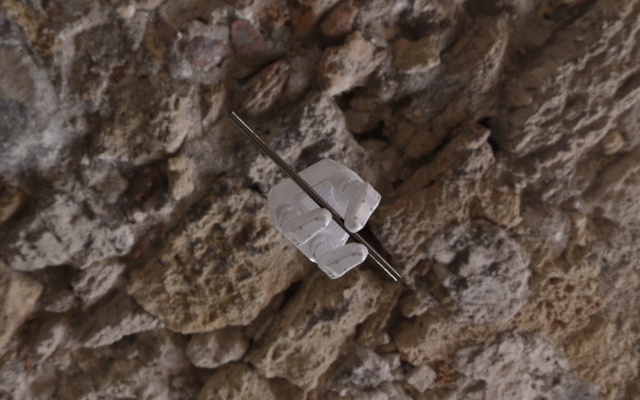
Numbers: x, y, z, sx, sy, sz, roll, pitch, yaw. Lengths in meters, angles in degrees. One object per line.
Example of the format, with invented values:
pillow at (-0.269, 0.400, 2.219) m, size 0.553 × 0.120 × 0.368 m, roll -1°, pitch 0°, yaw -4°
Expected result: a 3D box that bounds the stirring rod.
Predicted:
stirring rod at (0.000, 0.001, 0.470) m, size 0.239 × 0.011 × 0.011 m, roll 44°, pitch -16°, yaw -17°
